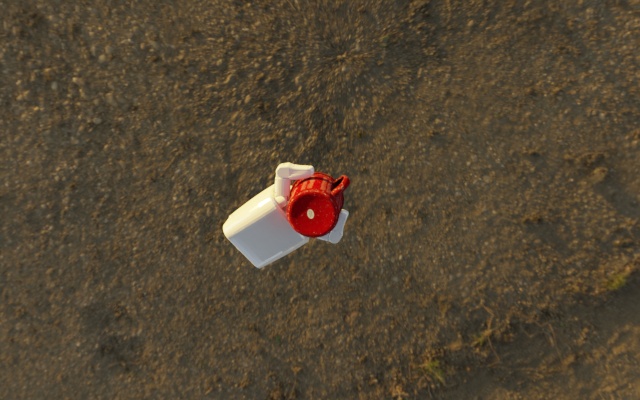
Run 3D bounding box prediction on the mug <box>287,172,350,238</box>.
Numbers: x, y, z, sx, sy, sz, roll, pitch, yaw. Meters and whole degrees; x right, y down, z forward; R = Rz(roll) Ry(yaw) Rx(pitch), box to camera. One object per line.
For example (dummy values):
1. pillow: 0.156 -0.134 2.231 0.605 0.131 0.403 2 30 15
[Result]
1. mug: 0.001 0.002 0.762 0.117 0.093 0.081 -36 12 14
